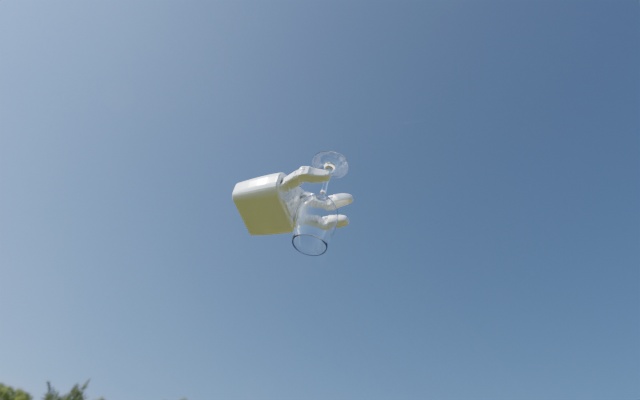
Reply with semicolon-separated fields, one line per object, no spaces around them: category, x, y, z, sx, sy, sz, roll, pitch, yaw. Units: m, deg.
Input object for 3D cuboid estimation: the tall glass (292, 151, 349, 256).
tall glass;0.000;0.002;0.876;0.079;0.201;0.079;8;-41;7
